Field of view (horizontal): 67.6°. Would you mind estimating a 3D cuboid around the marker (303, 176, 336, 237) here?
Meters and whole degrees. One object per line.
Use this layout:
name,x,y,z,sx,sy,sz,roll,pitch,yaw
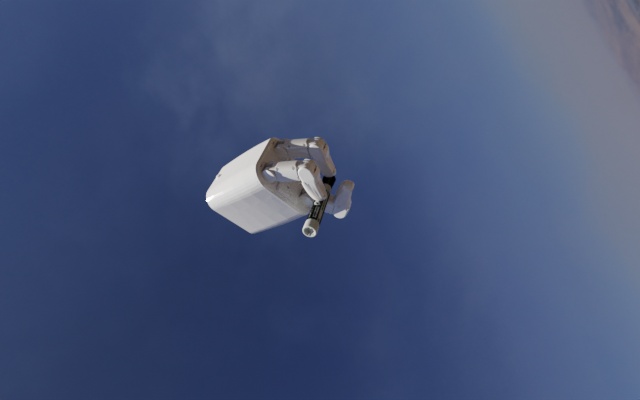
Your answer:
marker,0.000,0.002,0.643,0.020,0.020,0.121,0,38,17
